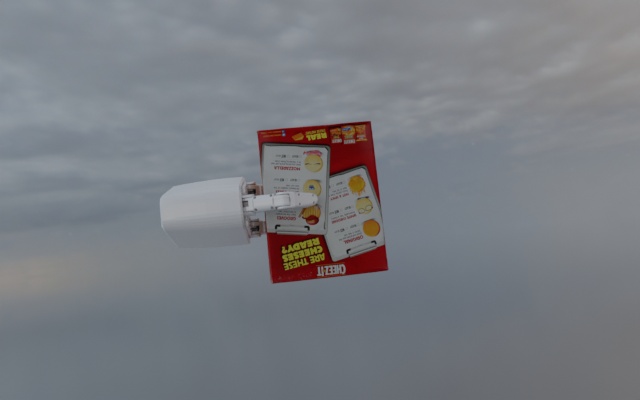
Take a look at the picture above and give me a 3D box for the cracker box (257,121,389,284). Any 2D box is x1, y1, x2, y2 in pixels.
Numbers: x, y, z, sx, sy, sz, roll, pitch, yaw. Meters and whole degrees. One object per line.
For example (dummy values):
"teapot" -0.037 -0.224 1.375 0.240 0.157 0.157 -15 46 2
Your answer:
"cracker box" 0.000 0.002 0.688 0.164 0.213 0.072 -6 -5 -4
